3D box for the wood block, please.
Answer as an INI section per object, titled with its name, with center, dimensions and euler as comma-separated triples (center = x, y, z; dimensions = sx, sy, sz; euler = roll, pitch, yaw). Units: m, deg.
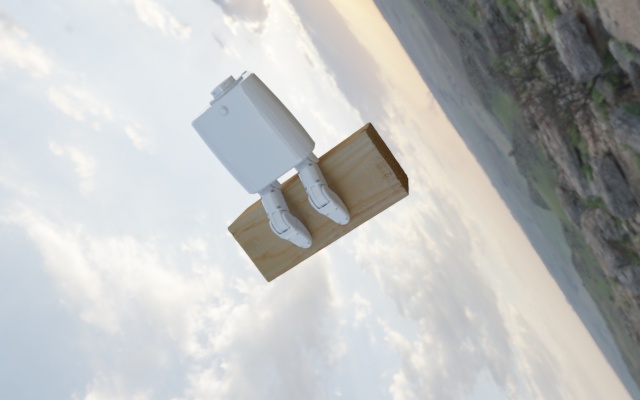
[wood block]
center = 0.000, 0.002, 0.597
dimensions = 0.206, 0.090, 0.090
euler = -33, 9, 18
